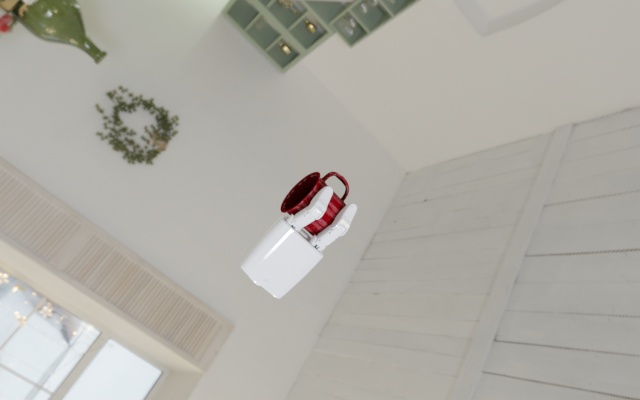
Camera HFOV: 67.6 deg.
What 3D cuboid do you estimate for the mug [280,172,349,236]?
[{"bbox_3d":[0.001,0.002,0.824,0.081,0.117,0.093,44,1,-20],"label":"mug"}]
